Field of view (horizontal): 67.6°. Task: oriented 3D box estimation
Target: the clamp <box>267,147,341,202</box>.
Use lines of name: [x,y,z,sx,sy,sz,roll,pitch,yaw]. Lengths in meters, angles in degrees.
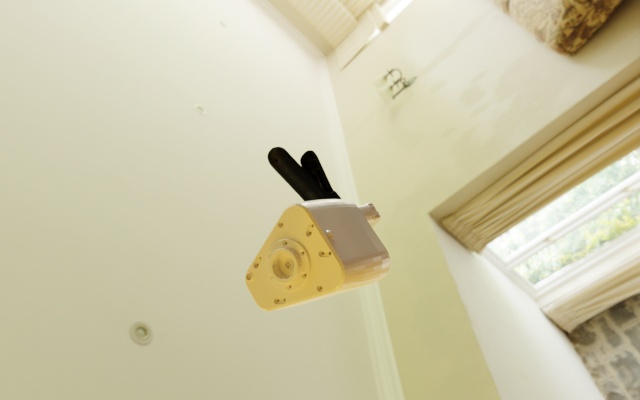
clamp: [0.000,0.002,0.579,0.039,0.171,0.120,-40,-19,23]
